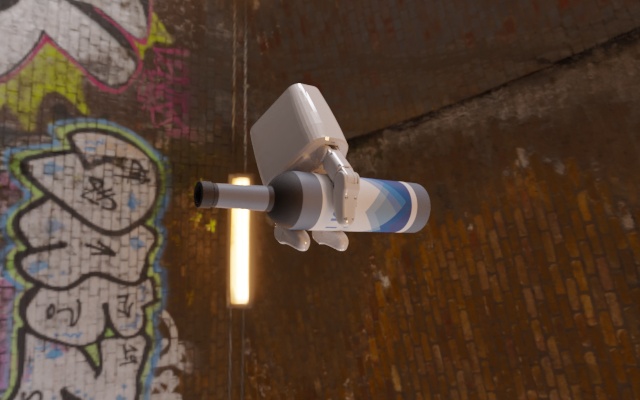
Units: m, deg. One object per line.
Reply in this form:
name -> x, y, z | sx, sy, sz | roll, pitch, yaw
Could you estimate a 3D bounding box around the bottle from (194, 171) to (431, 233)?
bottle -> 0.000, 0.002, 0.559 | 0.296, 0.069, 0.069 | 4, -2, -33
